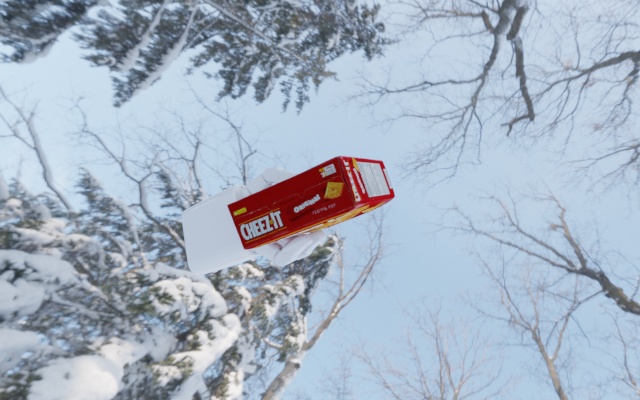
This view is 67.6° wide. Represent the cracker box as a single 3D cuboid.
[{"bbox_3d":[0.000,0.002,0.669,0.164,0.072,0.213,-23,-5,21],"label":"cracker box"}]
